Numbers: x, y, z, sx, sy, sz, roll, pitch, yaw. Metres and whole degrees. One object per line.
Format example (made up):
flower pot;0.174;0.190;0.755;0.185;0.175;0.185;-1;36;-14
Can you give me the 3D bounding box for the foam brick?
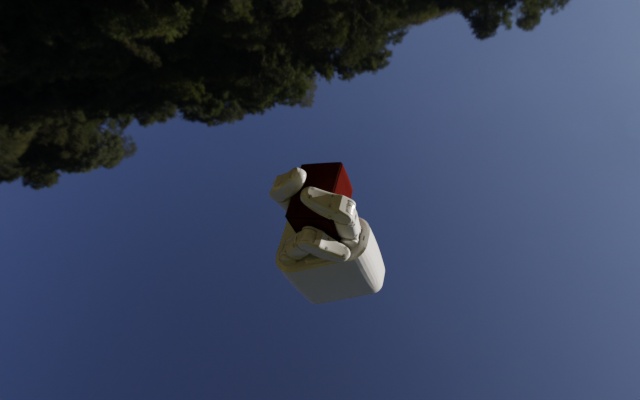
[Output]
foam brick;0.000;0.002;0.553;0.053;0.078;0.051;1;-34;24
